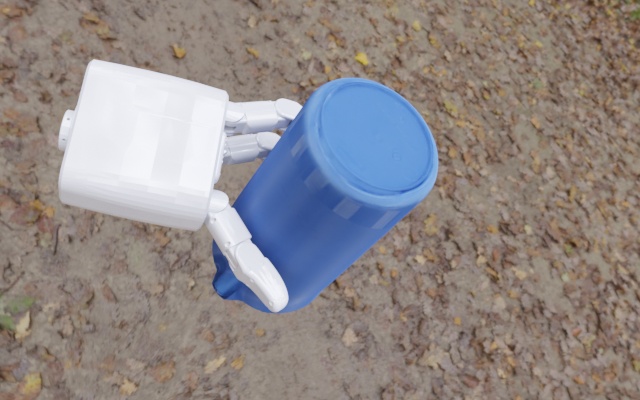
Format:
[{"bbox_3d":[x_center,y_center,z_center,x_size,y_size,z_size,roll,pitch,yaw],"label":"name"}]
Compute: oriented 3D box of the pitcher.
[{"bbox_3d":[0.000,0.001,0.431,0.145,0.149,0.243,14,-31,-19],"label":"pitcher"}]
